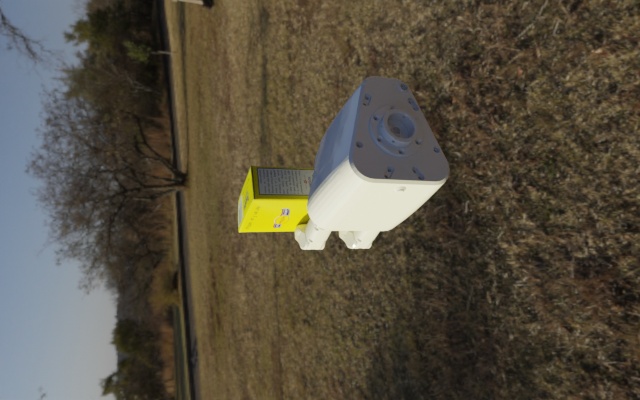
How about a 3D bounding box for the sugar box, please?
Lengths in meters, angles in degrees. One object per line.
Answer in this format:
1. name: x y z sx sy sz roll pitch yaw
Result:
1. sugar box: 0.000 0.002 0.543 0.176 0.048 0.093 2 -25 -18
